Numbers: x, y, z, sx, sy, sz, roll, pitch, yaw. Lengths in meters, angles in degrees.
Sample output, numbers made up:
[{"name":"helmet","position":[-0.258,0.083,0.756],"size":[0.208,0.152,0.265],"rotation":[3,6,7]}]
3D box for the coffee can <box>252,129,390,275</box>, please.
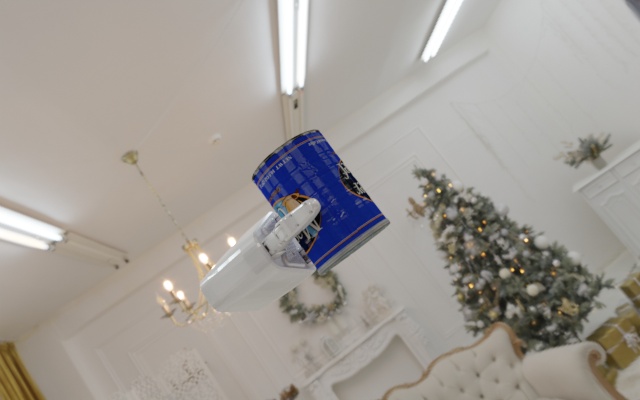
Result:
[{"name":"coffee can","position":[0.000,0.002,0.569],"size":[0.103,0.140,0.103],"rotation":[-36,-9,-7]}]
